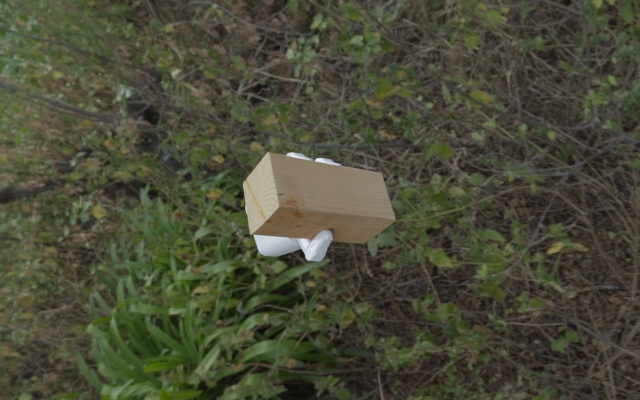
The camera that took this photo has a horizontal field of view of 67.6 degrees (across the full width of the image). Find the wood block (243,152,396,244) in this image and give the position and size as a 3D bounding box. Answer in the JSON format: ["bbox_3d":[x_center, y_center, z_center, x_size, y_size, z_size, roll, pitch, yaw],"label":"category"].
[{"bbox_3d":[0.000,0.003,0.723,0.206,0.090,0.090,7,-33,-34],"label":"wood block"}]
